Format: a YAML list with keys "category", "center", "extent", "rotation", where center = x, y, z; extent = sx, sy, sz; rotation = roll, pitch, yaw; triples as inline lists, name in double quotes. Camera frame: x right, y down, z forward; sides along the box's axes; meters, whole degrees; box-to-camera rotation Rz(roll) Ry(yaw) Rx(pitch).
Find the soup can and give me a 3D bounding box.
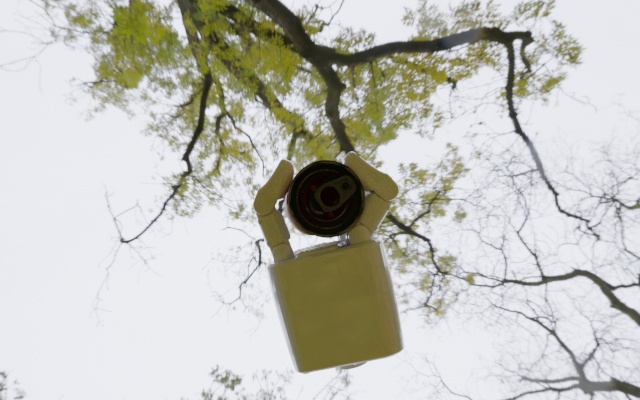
- category: "soup can"
  center: [0.000, 0.001, 0.463]
  extent: [0.068, 0.068, 0.102]
  rotation: [0, -3, -7]
